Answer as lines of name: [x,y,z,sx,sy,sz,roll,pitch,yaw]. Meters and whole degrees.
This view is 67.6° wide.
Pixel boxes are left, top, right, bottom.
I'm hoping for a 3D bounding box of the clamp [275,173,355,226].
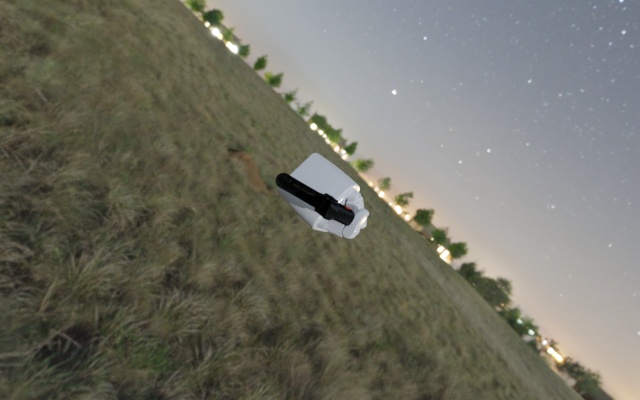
clamp: [0.001,0.002,0.779,0.120,0.039,0.171,40,4,22]
